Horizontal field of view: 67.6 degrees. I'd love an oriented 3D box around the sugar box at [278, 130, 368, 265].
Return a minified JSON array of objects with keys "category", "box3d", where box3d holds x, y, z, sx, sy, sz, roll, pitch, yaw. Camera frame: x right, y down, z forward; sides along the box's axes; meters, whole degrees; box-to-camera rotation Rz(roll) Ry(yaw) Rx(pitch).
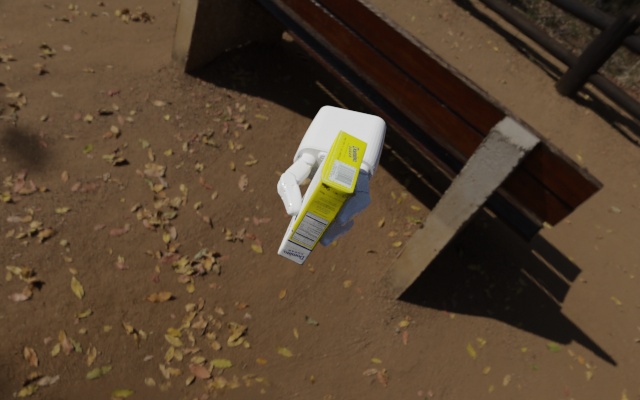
[{"category":"sugar box","box3d":[0.001,0.002,0.628,0.048,0.093,0.176,24,-41,-4]}]
